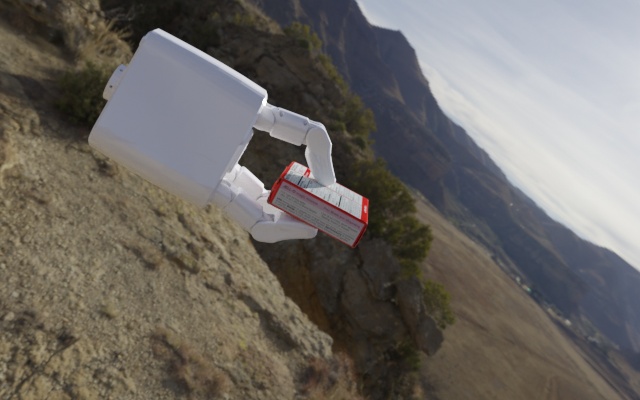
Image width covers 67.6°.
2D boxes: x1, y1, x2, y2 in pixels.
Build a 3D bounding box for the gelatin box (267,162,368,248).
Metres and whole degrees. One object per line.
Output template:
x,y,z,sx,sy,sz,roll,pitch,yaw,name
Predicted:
0.001,0.001,0.446,0.089,0.030,0.073,27,17,-3,gelatin box
